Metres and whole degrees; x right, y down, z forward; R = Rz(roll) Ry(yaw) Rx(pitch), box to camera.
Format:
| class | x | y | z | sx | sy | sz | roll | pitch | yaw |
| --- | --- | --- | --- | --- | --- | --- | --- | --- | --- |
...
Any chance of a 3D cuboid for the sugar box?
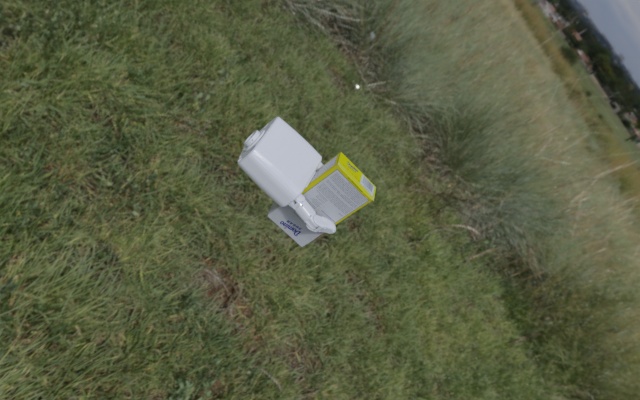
| class | x | y | z | sx | sy | sz | roll | pitch | yaw |
| --- | --- | --- | --- | --- | --- | --- | --- | --- | --- |
| sugar box | 0.000 | 0.002 | 0.831 | 0.176 | 0.093 | 0.048 | -33 | 22 | 33 |
